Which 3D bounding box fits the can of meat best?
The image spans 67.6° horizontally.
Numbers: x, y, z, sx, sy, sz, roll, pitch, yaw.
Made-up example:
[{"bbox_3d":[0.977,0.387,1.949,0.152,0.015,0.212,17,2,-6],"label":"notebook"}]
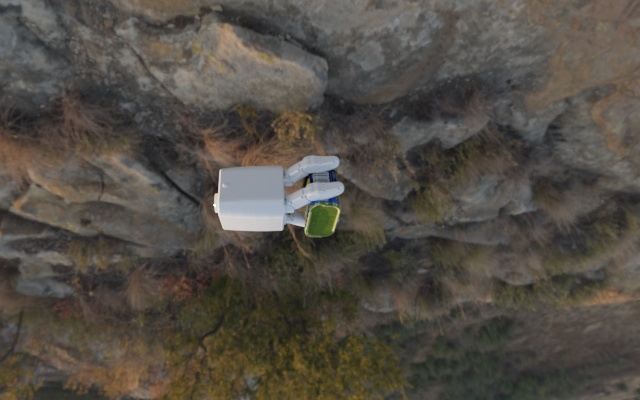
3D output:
[{"bbox_3d":[0.000,0.003,0.813,0.057,0.084,0.102,1,-37,-9],"label":"can of meat"}]
